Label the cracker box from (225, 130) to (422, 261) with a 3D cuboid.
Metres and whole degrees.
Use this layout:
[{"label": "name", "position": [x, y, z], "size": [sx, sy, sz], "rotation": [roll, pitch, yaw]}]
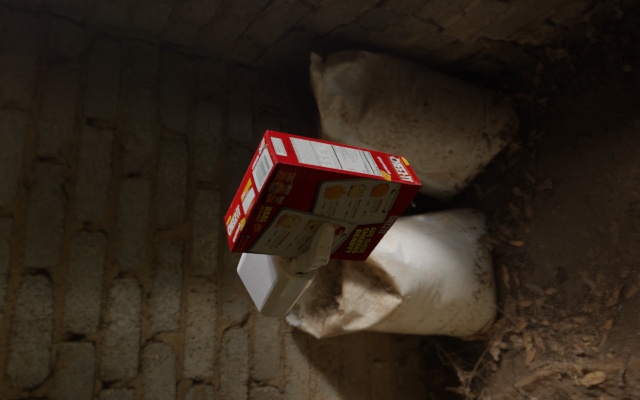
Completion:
[{"label": "cracker box", "position": [0.000, 0.002, 0.640], "size": [0.214, 0.072, 0.164], "rotation": [7, -47, -29]}]
